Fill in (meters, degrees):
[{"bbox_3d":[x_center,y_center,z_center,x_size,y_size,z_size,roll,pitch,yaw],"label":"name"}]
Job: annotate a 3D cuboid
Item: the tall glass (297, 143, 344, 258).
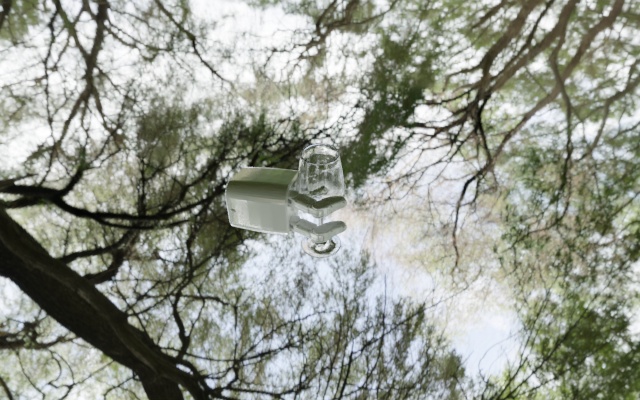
[{"bbox_3d":[0.000,0.003,0.819,0.079,0.201,0.079,0,39,0],"label":"tall glass"}]
